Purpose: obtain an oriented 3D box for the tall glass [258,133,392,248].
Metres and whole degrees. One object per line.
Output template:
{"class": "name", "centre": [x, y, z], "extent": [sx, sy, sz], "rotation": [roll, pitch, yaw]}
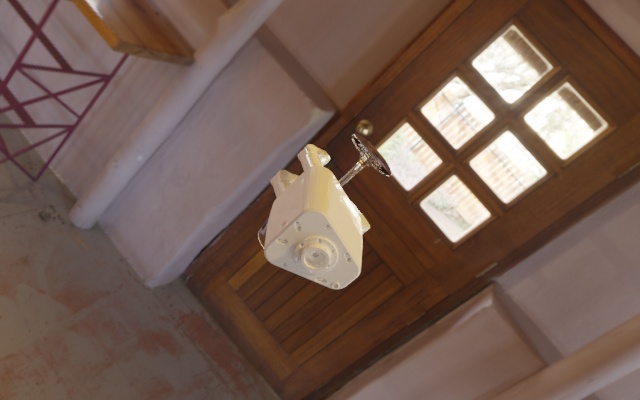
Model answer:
{"class": "tall glass", "centre": [0.001, 0.002, 0.663], "extent": [0.201, 0.079, 0.079], "rotation": [-43, -19, 22]}
